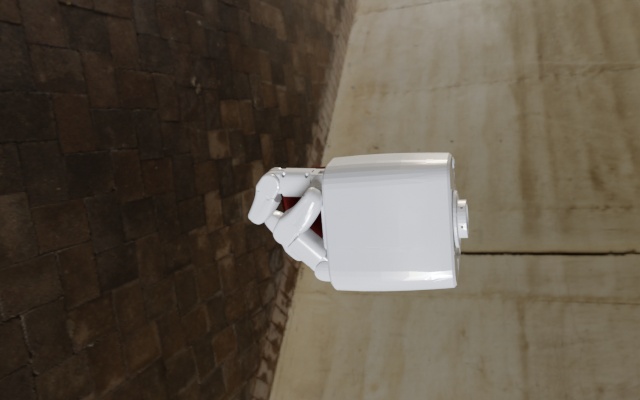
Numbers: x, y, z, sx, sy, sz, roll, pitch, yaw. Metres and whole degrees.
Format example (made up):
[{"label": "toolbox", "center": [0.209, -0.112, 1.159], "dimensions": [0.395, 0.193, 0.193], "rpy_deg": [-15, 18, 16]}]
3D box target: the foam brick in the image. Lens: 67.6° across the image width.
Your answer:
[{"label": "foam brick", "center": [0.000, 0.001, 0.486], "dimensions": [0.051, 0.053, 0.078], "rpy_deg": [-4, 22, 20]}]
